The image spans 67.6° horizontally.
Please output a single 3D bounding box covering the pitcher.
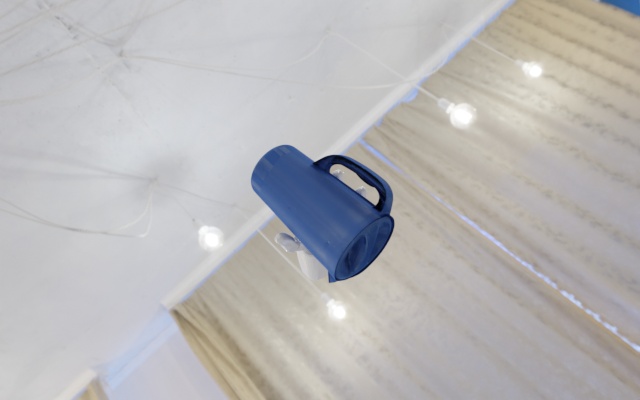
[{"bbox_3d":[0.000,0.003,0.794,0.149,0.242,0.145,-38,-30,-20],"label":"pitcher"}]
